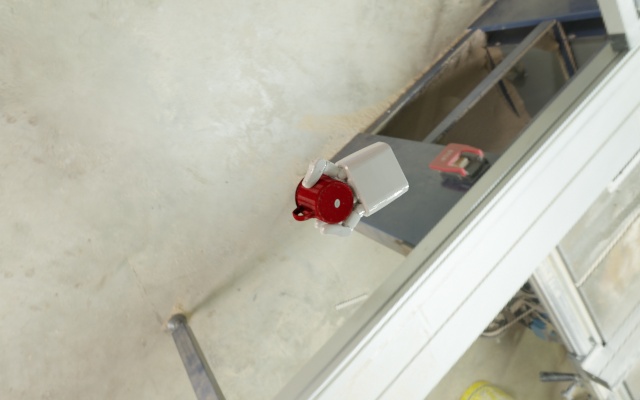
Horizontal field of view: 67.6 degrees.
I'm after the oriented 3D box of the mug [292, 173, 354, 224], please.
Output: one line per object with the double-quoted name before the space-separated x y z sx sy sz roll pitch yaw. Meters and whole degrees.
"mug" -0.001 0.004 0.898 0.117 0.093 0.081 -30 24 -20
